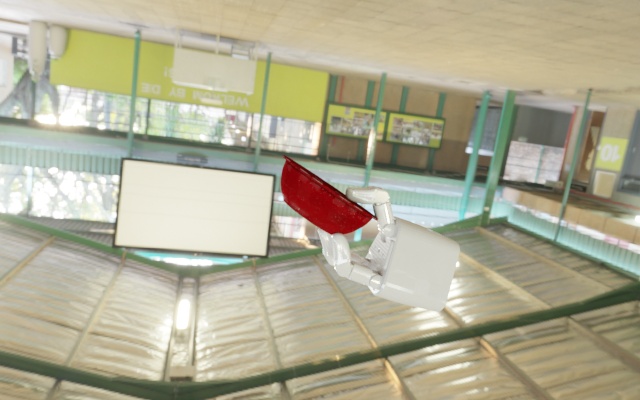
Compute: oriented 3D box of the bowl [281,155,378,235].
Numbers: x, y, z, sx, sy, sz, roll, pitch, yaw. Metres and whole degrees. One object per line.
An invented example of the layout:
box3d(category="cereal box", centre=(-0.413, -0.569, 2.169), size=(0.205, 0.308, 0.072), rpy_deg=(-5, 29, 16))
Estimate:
box3d(category="bowl", centre=(-0.001, 0.002, 0.676), size=(0.162, 0.055, 0.162), rpy_deg=(35, 4, -3))
